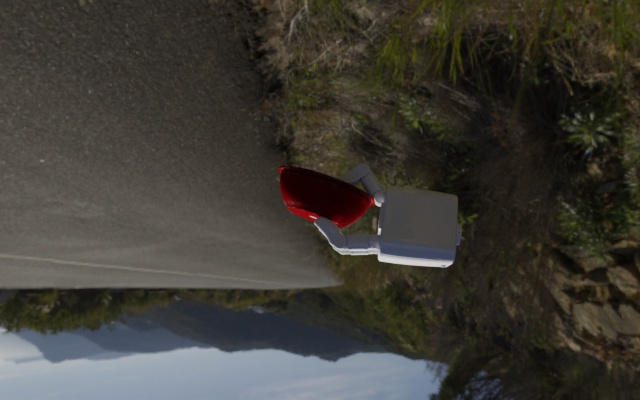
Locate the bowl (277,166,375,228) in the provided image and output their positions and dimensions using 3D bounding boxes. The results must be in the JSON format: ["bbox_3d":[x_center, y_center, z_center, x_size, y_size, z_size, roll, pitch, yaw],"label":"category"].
[{"bbox_3d":[-0.001,0.003,0.743,0.162,0.055,0.162,19,-9,3],"label":"bowl"}]
